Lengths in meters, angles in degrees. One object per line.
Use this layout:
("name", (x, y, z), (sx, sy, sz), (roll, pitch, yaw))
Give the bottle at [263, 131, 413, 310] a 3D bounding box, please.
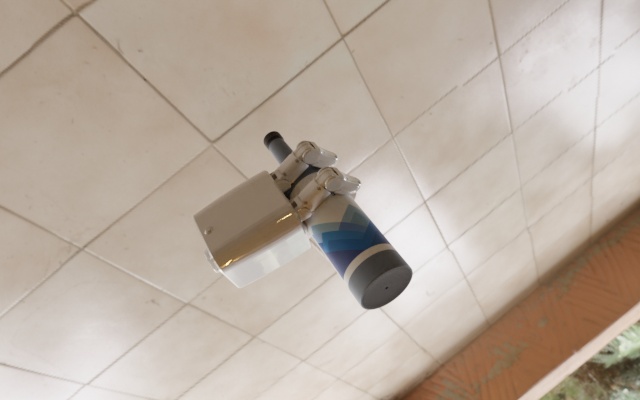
("bottle", (0.000, 0.002, 0.591), (0.069, 0.069, 0.295), (0, 38, -37))
